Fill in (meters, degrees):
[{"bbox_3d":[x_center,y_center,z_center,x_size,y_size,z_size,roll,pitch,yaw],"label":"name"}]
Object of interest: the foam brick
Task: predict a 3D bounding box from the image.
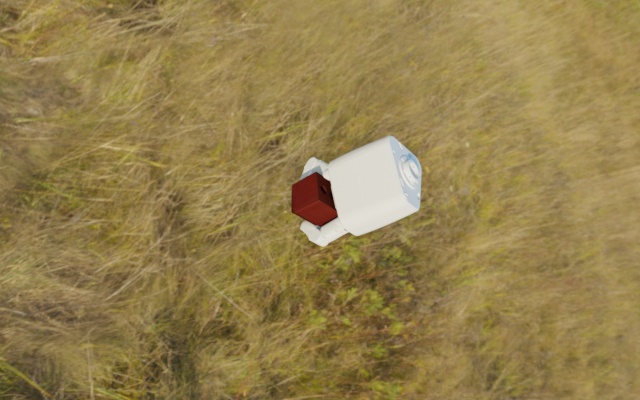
[{"bbox_3d":[0.000,0.002,0.723,0.051,0.053,0.078,-27,-40,31],"label":"foam brick"}]
